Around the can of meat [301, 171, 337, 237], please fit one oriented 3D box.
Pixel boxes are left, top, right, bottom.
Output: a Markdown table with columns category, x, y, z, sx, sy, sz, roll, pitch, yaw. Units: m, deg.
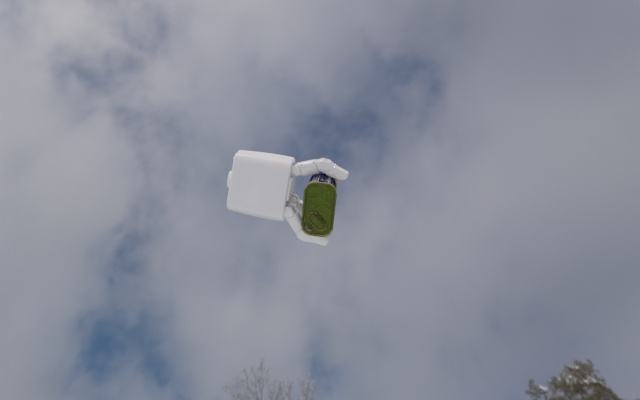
| category | x | y | z | sx | sy | sz | roll | pitch | yaw |
| --- | --- | --- | --- | --- | --- | --- | --- | --- | --- |
| can of meat | 0.000 | 0.003 | 0.871 | 0.057 | 0.102 | 0.084 | 6 | 20 | 2 |
